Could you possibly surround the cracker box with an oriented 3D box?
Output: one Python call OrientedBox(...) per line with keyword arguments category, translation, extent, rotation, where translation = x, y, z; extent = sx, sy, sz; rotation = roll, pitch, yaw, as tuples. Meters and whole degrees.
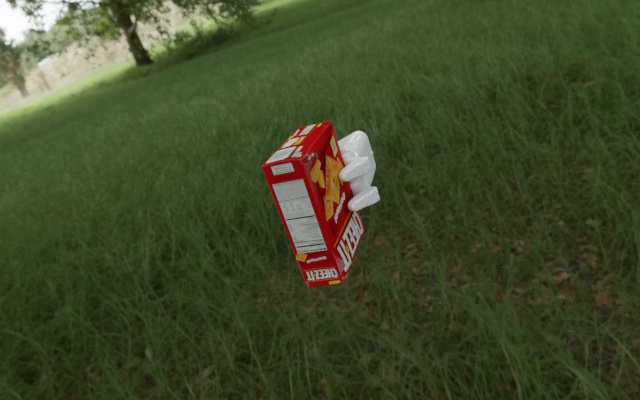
OrientedBox(category="cracker box", translation=(0.000, 0.002, 0.760), extent=(0.072, 0.214, 0.164), rotation=(-9, 24, 23))
